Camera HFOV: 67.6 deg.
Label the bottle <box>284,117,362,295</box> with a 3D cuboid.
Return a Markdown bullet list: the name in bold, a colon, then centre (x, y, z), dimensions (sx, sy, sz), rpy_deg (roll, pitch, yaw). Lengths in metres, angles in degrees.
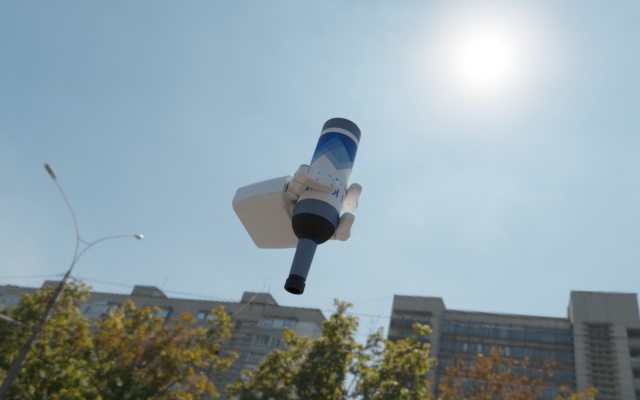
- **bottle**: centre (0.000, 0.002, 0.713), dimensions (0.069, 0.295, 0.069), rpy_deg (12, -34, 8)
